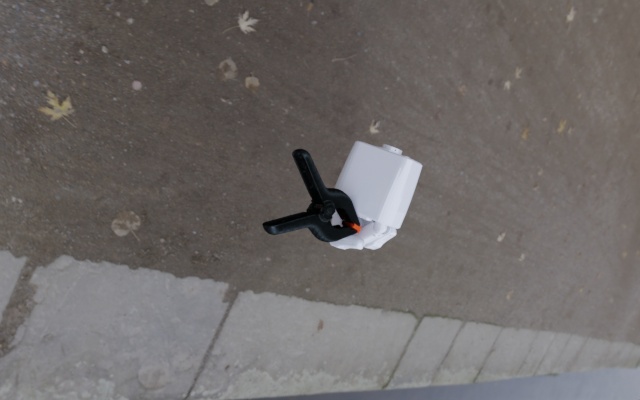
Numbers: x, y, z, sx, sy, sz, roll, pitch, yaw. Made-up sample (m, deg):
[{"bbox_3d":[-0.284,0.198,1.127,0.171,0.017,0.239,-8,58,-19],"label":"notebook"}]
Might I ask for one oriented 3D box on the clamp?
[{"bbox_3d":[0.001,0.003,0.677,0.039,0.120,0.171,22,3,44],"label":"clamp"}]
